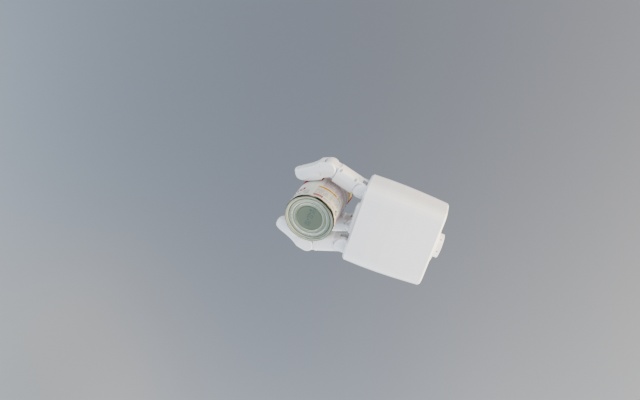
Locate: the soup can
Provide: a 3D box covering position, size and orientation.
[{"bbox_3d":[0.000,0.002,0.643,0.068,0.068,0.102,0,26,19],"label":"soup can"}]
